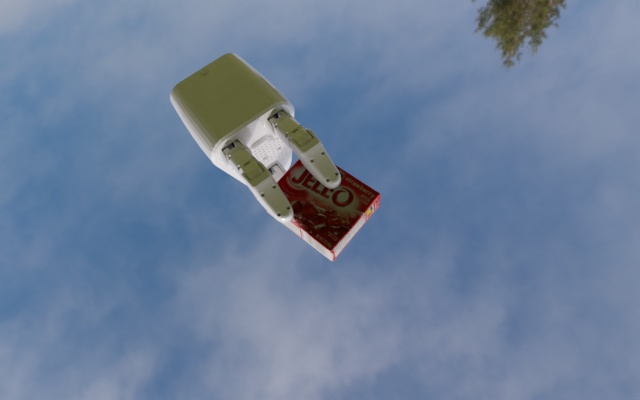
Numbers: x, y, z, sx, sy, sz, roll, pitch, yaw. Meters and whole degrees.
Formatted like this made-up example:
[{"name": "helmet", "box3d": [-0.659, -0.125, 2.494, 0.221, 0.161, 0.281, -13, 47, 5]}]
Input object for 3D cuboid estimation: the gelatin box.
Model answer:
[{"name": "gelatin box", "box3d": [0.000, 0.002, 0.455, 0.089, 0.073, 0.030, 35, -18, 21]}]
